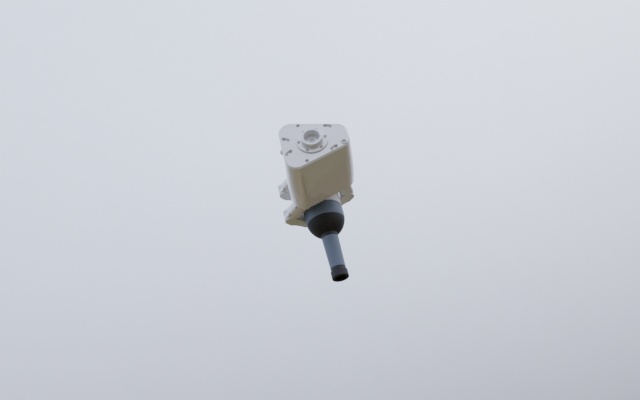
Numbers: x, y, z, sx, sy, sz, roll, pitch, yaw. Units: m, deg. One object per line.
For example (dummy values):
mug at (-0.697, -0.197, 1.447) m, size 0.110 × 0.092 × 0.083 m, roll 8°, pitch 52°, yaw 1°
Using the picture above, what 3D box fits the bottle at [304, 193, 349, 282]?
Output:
bottle at (0.000, 0.003, 0.827) m, size 0.069 × 0.295 × 0.069 m, roll -10°, pitch -33°, yaw -7°
